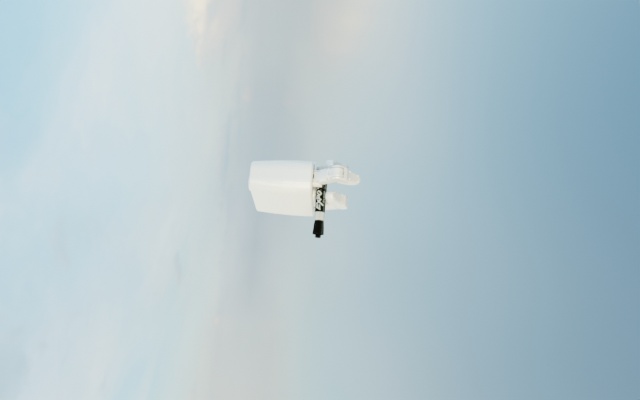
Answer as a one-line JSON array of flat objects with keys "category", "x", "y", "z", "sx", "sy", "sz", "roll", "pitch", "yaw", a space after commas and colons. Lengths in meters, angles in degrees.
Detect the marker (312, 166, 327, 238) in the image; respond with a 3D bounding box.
[{"category": "marker", "x": 0.000, "y": 0.003, "z": 0.795, "sx": 0.020, "sy": 0.121, "sz": 0.020, "roll": 4, "pitch": -15, "yaw": 1}]
